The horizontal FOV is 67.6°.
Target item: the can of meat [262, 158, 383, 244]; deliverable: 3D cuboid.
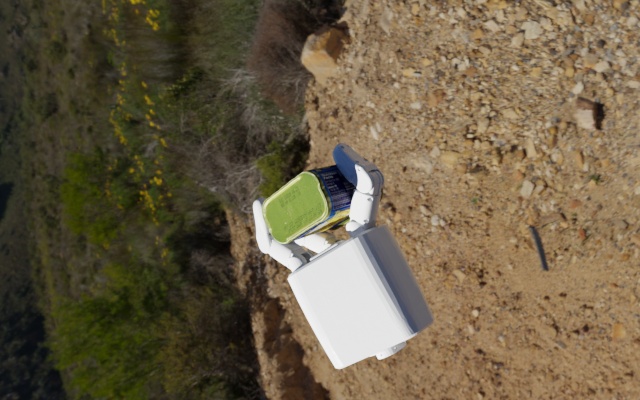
[{"bbox_3d":[0.000,0.002,0.501,0.084,0.057,0.102,-16,-14,-46],"label":"can of meat"}]
